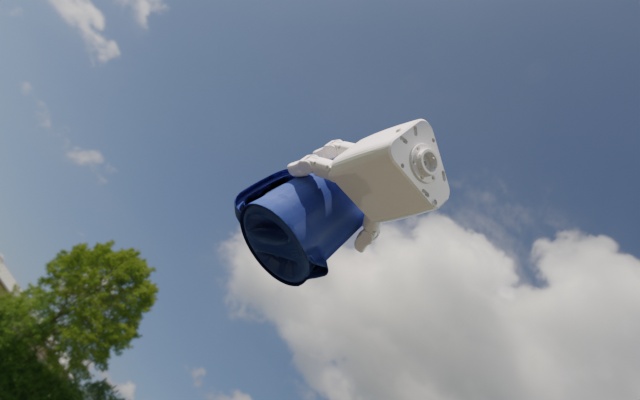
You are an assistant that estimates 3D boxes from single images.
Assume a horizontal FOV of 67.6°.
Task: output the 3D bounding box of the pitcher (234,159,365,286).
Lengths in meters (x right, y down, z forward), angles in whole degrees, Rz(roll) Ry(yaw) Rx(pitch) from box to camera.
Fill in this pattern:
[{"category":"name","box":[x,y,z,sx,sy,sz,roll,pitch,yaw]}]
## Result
[{"category":"pitcher","box":[0.000,0.002,0.723,0.242,0.149,0.145,-37,10,-36]}]
